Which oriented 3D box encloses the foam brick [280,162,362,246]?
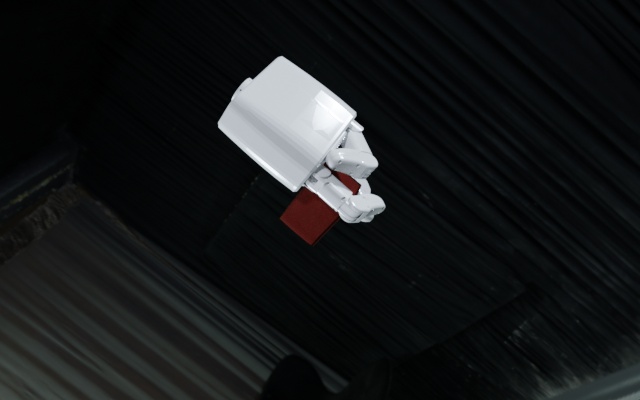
[{"bbox_3d":[0.000,0.002,0.545,0.078,0.051,0.053,-48,6,35],"label":"foam brick"}]
